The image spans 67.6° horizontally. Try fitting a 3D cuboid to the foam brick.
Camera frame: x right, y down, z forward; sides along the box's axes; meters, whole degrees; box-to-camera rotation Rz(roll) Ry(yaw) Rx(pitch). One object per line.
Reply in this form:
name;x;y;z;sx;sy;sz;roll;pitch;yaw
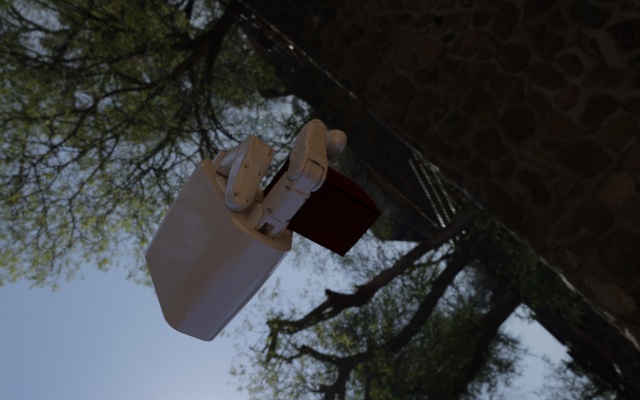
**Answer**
foam brick;0.000;0.001;0.404;0.078;0.051;0.053;30;15;-27
